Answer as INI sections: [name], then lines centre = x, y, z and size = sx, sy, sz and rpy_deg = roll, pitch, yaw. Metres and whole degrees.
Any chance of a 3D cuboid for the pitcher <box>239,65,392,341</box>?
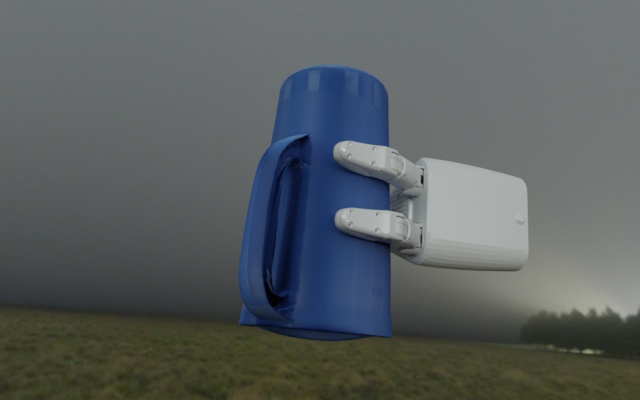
[pitcher]
centre = 0.000, 0.001, 0.436
size = 0.145, 0.242, 0.149
rpy_deg = 8, -16, -14
